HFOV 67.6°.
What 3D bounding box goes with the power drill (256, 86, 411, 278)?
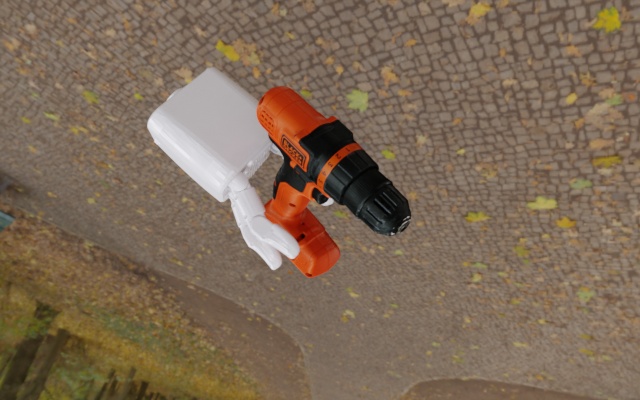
[{"bbox_3d":[0.000,0.002,0.486,0.057,0.184,0.188,-29,-25,-30],"label":"power drill"}]
